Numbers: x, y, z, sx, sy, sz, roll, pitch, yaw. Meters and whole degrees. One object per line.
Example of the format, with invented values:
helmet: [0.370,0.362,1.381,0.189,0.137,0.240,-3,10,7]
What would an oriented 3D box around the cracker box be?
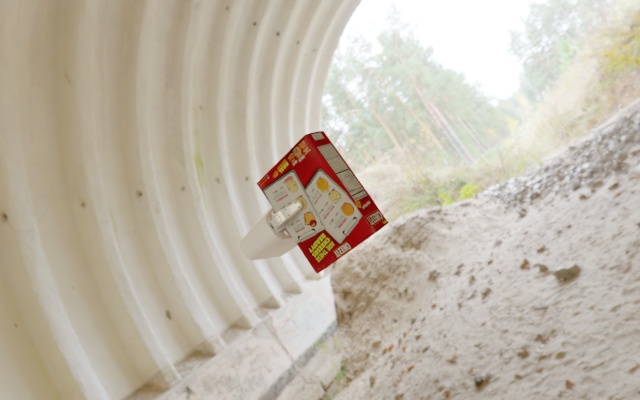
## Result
cracker box: [0.000,0.003,0.895,0.164,0.213,0.072,-40,-9,36]
